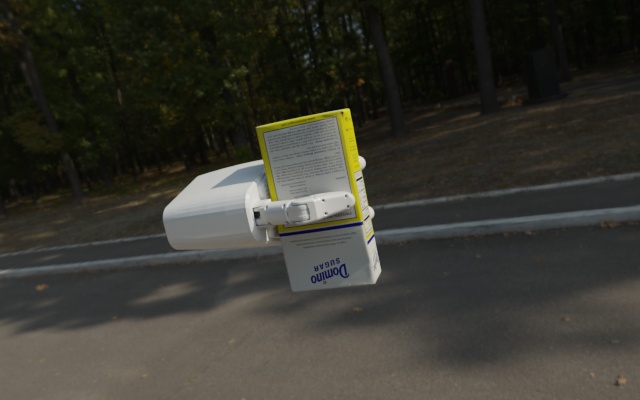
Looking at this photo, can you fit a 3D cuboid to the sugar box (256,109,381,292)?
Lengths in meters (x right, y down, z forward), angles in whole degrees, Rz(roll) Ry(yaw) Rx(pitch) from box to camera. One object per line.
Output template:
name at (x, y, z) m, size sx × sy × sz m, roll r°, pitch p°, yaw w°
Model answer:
sugar box at (0.000, 0.001, 0.492) m, size 0.093 × 0.176 × 0.048 m, roll -8°, pitch 10°, yaw 19°
